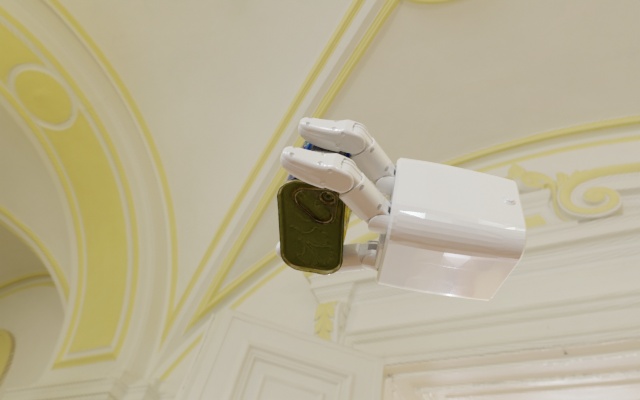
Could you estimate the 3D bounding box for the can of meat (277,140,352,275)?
[{"bbox_3d":[0.000,0.001,0.439,0.057,0.102,0.084,7,38,9],"label":"can of meat"}]
